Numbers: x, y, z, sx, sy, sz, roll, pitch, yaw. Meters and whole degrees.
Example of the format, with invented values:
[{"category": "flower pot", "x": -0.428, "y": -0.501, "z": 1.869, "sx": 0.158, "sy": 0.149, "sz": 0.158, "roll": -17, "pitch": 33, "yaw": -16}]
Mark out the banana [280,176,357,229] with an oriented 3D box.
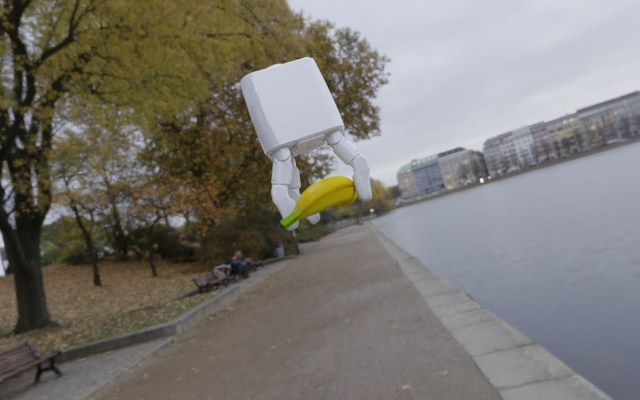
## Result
[{"category": "banana", "x": 0.013, "y": -0.006, "z": 0.635, "sx": 0.070, "sy": 0.037, "sz": 0.198, "roll": -32, "pitch": -7, "yaw": 24}]
